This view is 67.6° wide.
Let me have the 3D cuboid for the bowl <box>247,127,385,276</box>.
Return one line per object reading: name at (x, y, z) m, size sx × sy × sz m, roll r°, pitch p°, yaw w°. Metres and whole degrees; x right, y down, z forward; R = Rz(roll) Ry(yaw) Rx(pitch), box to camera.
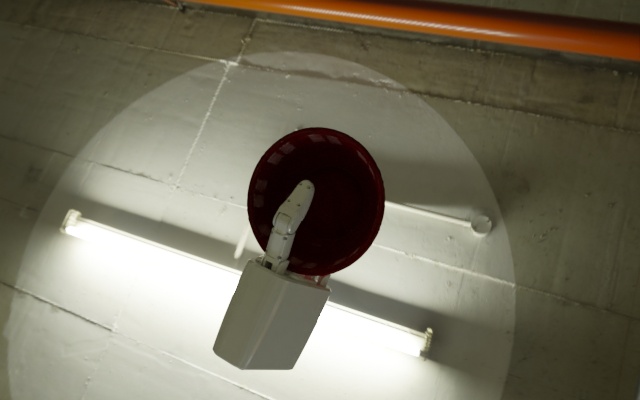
bowl at (0.001, 0.001, 0.538) m, size 0.162 × 0.162 × 0.055 m, roll 0°, pitch -2°, yaw 22°
